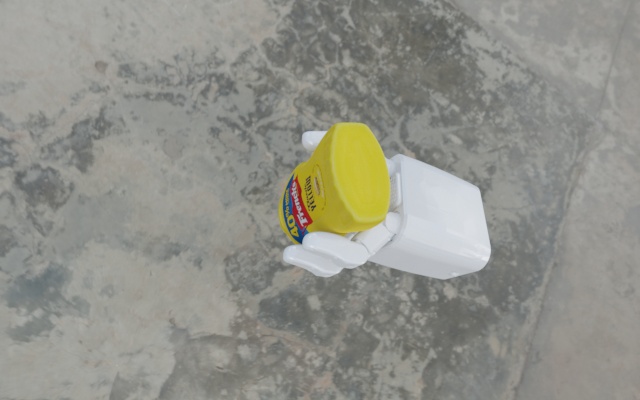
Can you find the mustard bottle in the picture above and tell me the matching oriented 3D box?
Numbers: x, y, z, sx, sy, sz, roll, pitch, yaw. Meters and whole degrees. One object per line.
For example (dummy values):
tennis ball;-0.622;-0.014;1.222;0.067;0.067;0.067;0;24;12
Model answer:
mustard bottle;0.000;0.001;0.494;0.058;0.096;0.192;-5;-15;-25
